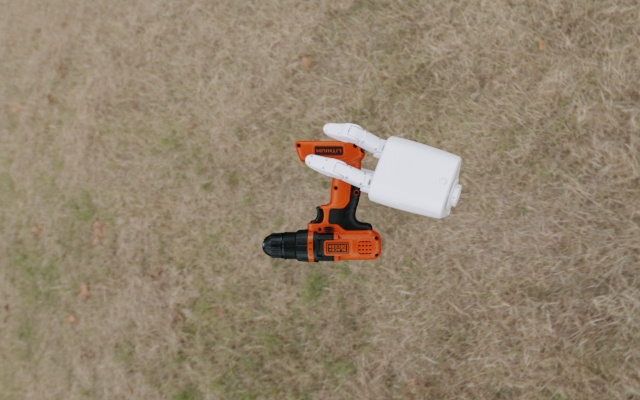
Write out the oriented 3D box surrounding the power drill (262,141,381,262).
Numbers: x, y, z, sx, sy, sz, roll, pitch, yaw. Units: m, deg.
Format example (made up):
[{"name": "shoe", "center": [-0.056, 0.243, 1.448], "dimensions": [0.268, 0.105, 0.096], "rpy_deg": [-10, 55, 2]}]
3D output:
[{"name": "power drill", "center": [0.000, 0.002, 0.732], "dimensions": [0.184, 0.187, 0.057], "rpy_deg": [-1, 7, 3]}]
